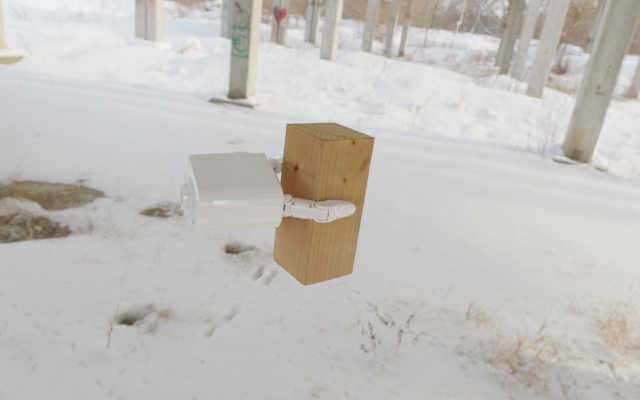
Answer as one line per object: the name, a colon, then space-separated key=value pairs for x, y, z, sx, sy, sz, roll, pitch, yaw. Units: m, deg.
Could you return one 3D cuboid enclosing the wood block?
wood block: x=0.000 y=0.002 z=0.673 sx=0.090 sy=0.206 sz=0.090 roll=-8 pitch=26 yaw=-36
